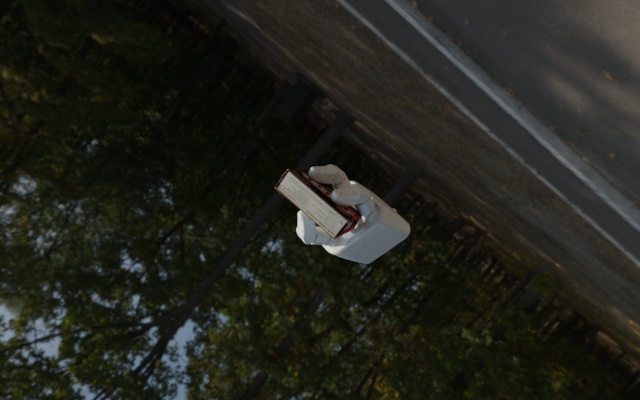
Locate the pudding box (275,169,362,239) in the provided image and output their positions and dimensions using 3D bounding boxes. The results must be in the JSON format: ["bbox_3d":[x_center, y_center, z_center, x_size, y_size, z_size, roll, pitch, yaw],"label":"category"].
[{"bbox_3d":[0.000,0.002,0.677,0.113,0.039,0.090,38,11,10],"label":"pudding box"}]
